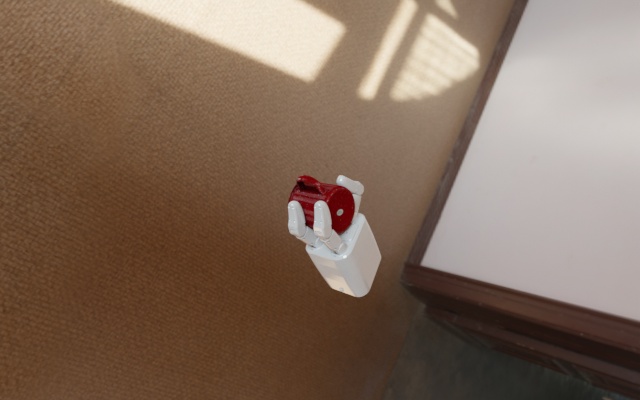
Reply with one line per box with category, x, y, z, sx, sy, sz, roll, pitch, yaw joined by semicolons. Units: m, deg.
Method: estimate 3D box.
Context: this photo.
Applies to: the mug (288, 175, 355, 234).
mug;0.000;0.002;0.810;0.081;0.117;0.093;10;50;43
